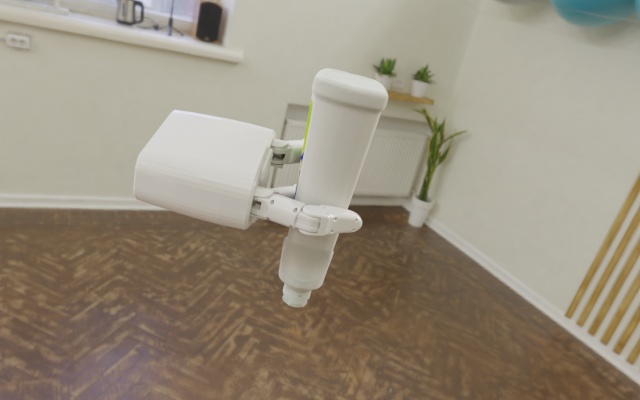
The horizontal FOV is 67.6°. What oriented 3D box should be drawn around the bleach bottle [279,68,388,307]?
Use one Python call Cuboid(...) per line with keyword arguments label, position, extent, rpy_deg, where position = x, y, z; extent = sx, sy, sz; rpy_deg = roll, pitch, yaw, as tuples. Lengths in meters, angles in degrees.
Cuboid(label="bleach bottle", position=(0.000, 0.002, 0.482), extent=(0.068, 0.251, 0.102), rpy_deg=(14, 21, -2))
